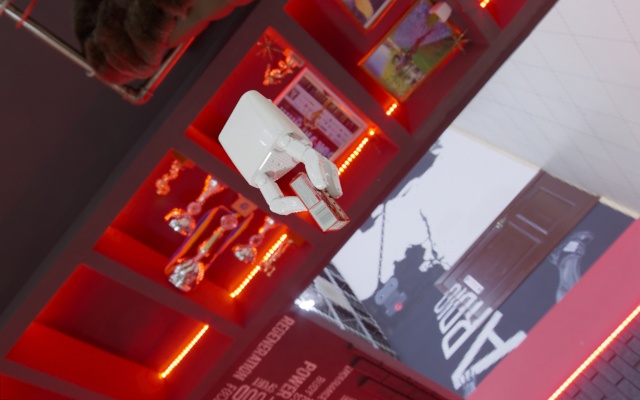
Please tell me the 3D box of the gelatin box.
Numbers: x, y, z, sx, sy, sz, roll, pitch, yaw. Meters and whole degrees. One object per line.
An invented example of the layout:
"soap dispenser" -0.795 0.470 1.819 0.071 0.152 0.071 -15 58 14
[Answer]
"gelatin box" 0.000 0.003 0.696 0.030 0.089 0.073 -39 -13 12
